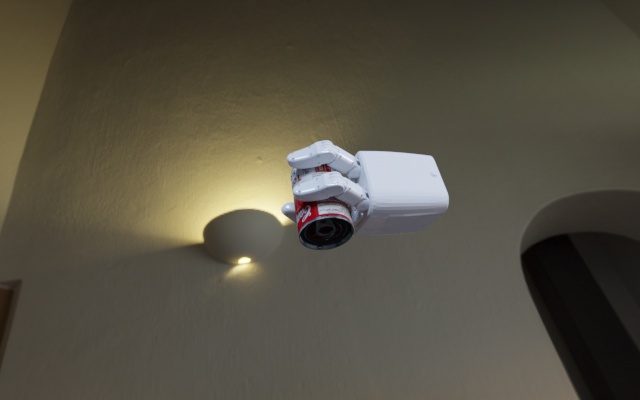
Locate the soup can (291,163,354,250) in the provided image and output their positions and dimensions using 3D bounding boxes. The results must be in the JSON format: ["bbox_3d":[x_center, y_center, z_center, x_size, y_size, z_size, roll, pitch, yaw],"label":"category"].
[{"bbox_3d":[0.000,0.002,0.607,0.068,0.102,0.069,-7,-38,-5],"label":"soup can"}]
